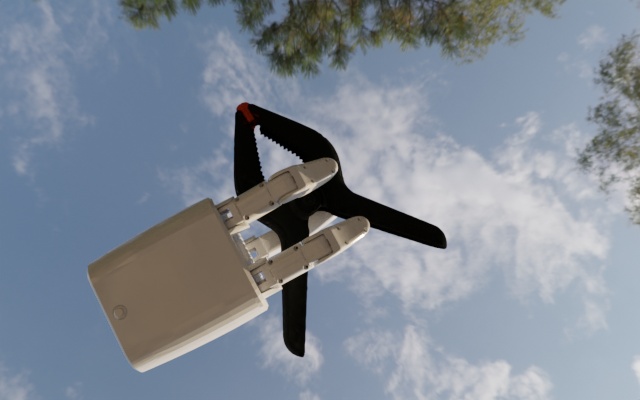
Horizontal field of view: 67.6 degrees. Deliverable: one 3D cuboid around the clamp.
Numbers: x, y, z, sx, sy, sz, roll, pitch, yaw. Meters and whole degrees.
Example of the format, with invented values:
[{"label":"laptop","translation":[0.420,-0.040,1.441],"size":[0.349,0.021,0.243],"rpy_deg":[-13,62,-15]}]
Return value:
[{"label":"clamp","translation":[-0.001,0.001,0.412],"size":[0.164,0.210,0.036],"rpy_deg":[-27,-6,-12]}]
